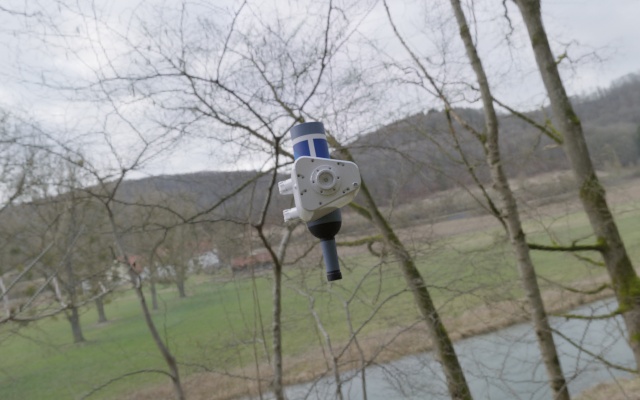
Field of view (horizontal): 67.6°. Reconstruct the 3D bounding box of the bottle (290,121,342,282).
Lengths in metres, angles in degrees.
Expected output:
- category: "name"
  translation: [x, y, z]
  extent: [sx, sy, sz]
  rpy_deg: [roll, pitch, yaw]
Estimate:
- category: "bottle"
  translation: [0.000, 0.003, 0.895]
  extent: [0.069, 0.295, 0.069]
  rpy_deg: [-10, -8, -2]
